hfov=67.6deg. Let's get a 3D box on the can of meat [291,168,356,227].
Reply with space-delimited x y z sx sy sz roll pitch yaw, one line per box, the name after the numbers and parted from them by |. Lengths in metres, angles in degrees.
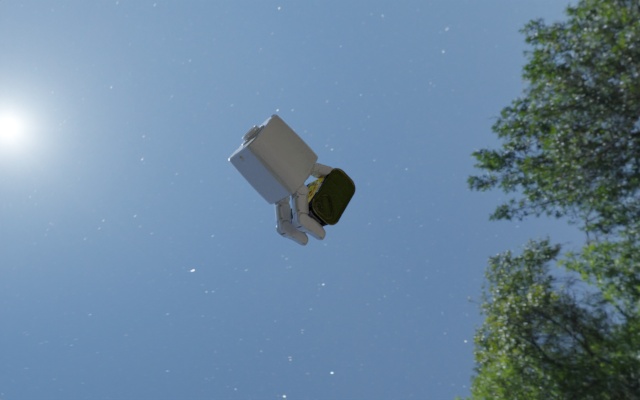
0.000 0.003 0.817 0.057 0.102 0.084 44 -36 -18 | can of meat
